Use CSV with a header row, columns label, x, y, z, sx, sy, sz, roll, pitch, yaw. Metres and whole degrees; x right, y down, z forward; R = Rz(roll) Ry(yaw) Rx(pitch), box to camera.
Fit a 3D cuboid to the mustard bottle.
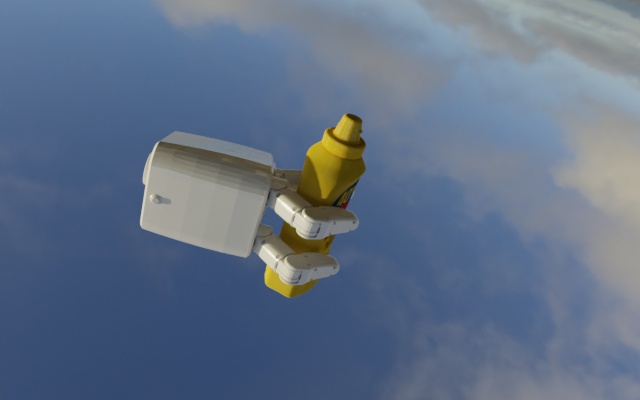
label,x,y,z,sx,sy,sz,roll,pitch,yaw
mustard bottle,0.000,0.002,0.483,0.058,0.192,0.096,27,30,12
